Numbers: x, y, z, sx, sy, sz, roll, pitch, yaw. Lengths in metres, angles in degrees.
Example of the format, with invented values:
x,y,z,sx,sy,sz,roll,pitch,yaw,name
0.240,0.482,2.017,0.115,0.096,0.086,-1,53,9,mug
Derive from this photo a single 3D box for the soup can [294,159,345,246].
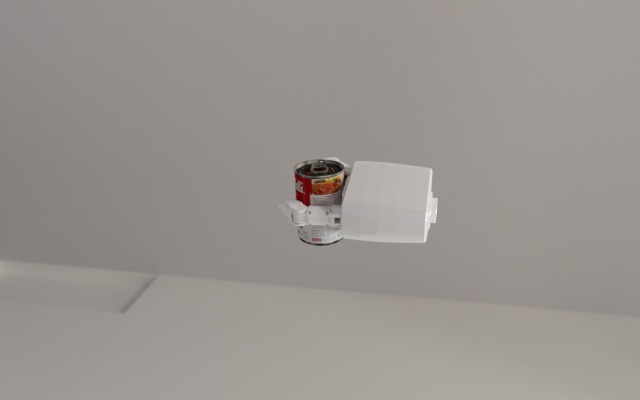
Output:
x,y,z,sx,sy,sz,roll,pitch,yaw,name
0.000,0.002,0.655,0.068,0.102,0.068,-2,24,1,soup can
